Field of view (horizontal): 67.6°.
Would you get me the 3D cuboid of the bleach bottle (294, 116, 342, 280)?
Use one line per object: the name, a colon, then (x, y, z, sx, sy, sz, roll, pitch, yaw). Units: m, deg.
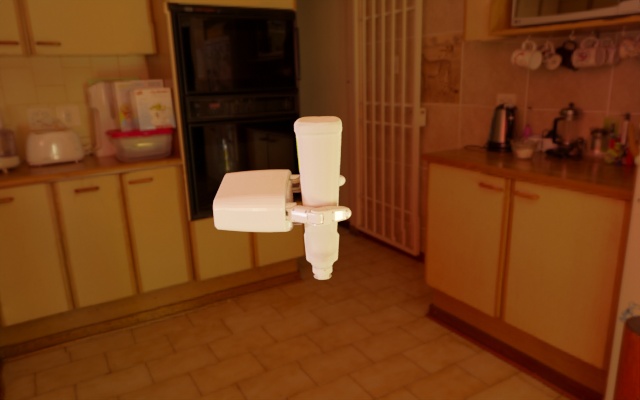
bleach bottle: (0.000, 0.002, 0.726, 0.068, 0.251, 0.102, -1, 15, 2)
